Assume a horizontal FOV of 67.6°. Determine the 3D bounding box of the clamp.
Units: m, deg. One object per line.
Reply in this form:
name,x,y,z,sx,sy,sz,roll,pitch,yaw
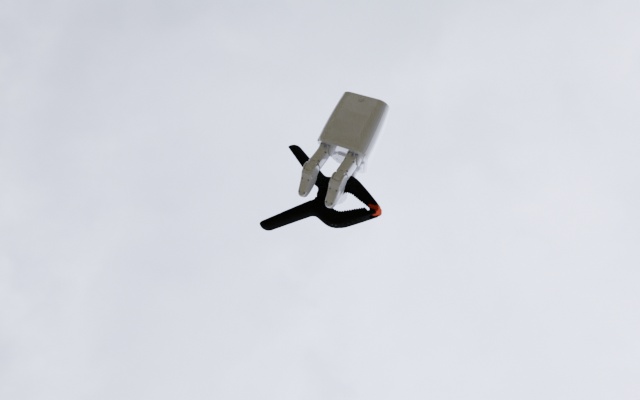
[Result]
clamp,0.001,0.003,0.821,0.210,0.164,0.036,21,-9,25
